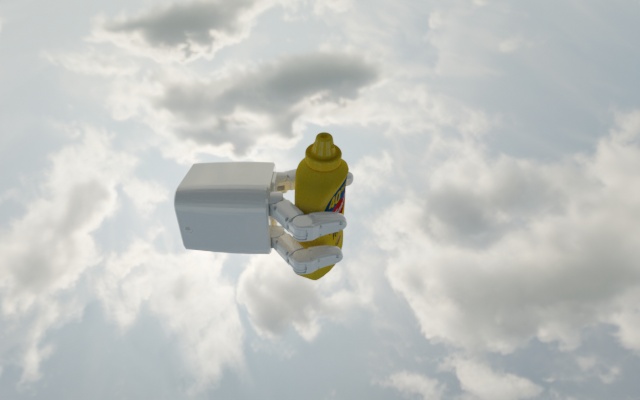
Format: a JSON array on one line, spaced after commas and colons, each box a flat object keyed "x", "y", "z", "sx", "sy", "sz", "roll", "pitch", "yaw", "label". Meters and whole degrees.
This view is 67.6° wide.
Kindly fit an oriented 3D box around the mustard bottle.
[{"x": 0.000, "y": 0.002, "z": 0.575, "sx": 0.058, "sy": 0.192, "sz": 0.096, "roll": 18, "pitch": 44, "yaw": 17, "label": "mustard bottle"}]
